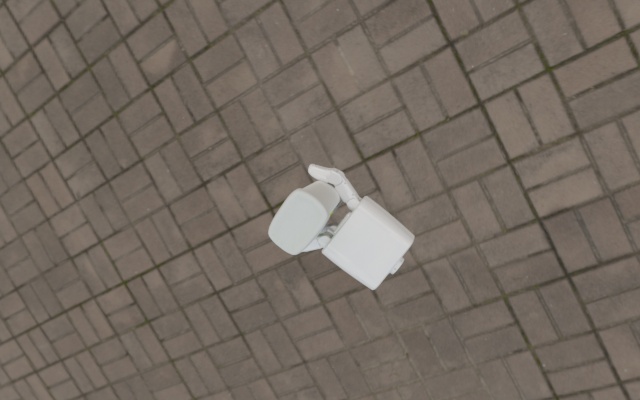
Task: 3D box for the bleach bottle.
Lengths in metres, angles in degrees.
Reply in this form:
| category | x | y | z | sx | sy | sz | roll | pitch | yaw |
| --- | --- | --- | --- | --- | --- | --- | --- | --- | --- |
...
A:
| category | x | y | z | sx | sy | sz | roll | pitch | yaw |
| --- | --- | --- | --- | --- | --- | --- | --- | --- | --- |
| bleach bottle | 0.000 | 0.003 | 0.802 | 0.068 | 0.102 | 0.250 | 39 | 23 | 4 |
